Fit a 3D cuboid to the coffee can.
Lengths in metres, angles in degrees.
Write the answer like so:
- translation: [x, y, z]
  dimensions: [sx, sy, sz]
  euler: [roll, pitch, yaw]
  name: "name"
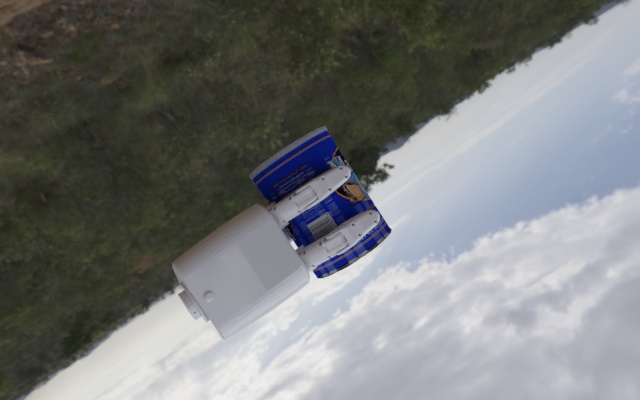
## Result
- translation: [0.000, 0.002, 0.541]
  dimensions: [0.103, 0.140, 0.103]
  euler: [-33, 2, 1]
  name: "coffee can"
